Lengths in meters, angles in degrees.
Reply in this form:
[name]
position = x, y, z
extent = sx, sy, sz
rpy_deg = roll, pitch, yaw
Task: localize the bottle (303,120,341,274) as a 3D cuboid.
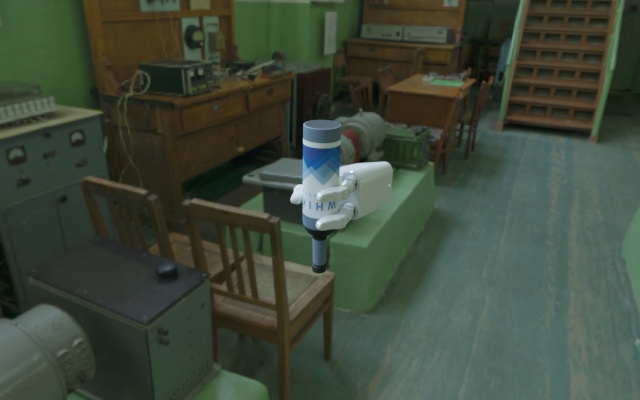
[bottle]
position = 0.000, 0.003, 0.888
extent = 0.069, 0.296, 0.069
rpy_deg = 1, 23, 0
